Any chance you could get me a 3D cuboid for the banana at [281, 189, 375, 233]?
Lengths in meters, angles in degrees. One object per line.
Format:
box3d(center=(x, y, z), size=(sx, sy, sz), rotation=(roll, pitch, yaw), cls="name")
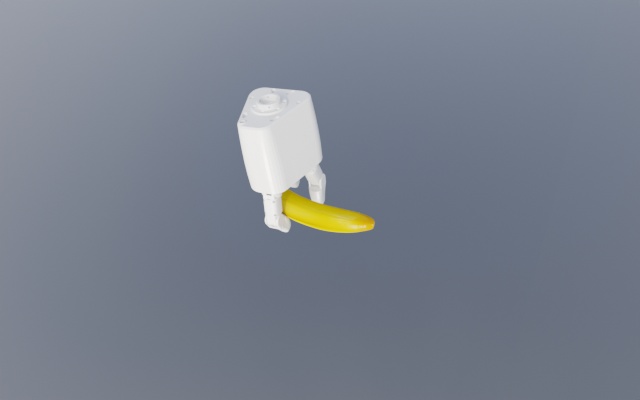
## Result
box3d(center=(-0.015, 0.010, 0.714), size=(0.197, 0.037, 0.069), rotation=(25, 44, 35), cls="banana")
